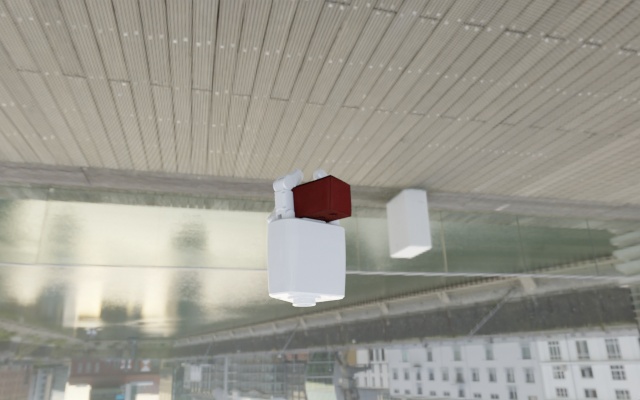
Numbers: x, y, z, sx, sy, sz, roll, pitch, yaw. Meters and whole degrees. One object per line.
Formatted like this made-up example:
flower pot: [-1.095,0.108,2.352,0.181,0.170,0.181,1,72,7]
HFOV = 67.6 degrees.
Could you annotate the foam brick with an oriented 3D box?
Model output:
foam brick: [0.000,0.002,0.698,0.078,0.051,0.053,-16,-25,36]
